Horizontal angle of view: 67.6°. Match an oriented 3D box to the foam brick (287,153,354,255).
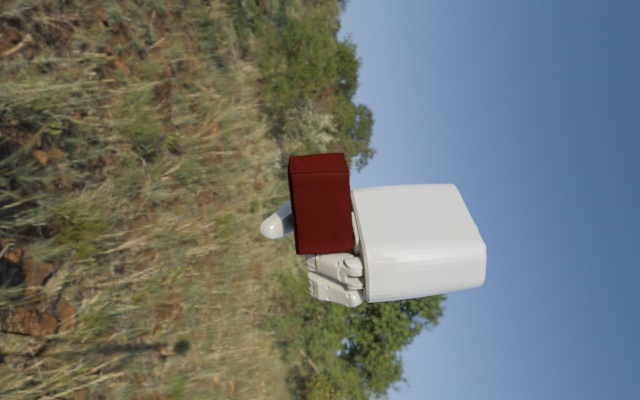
[{"bbox_3d":[0.000,0.001,0.426,0.051,0.078,0.053,-5,24,0],"label":"foam brick"}]
